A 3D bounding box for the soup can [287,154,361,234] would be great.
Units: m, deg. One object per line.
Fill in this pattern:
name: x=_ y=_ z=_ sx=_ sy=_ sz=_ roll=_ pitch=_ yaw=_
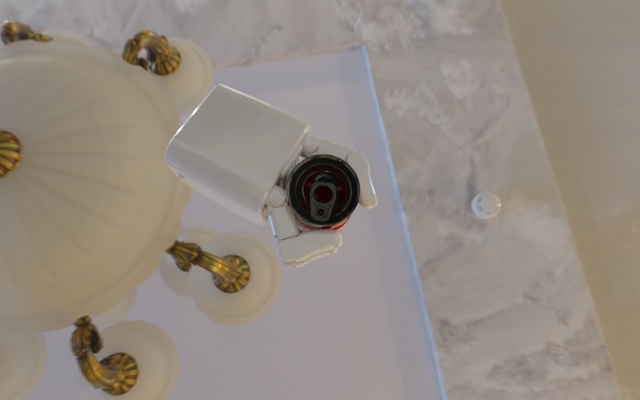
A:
soup can: x=0.001 y=0.002 z=0.484 sx=0.068 sy=0.068 sz=0.102 roll=0 pitch=-13 yaw=-3
